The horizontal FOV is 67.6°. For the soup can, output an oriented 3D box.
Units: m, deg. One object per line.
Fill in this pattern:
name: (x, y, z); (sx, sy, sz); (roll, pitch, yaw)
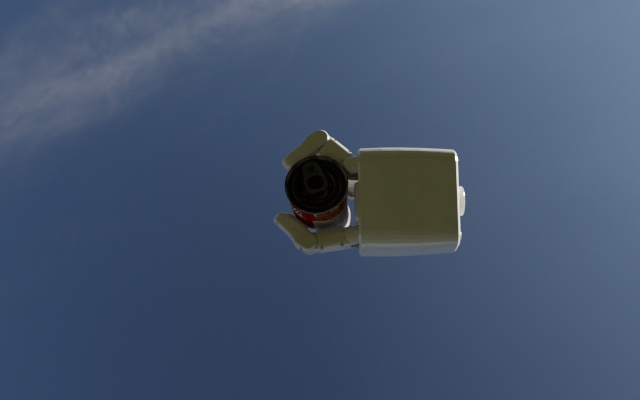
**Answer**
soup can: (0.000, 0.002, 0.550); (0.068, 0.068, 0.102); (0, -23, 6)
